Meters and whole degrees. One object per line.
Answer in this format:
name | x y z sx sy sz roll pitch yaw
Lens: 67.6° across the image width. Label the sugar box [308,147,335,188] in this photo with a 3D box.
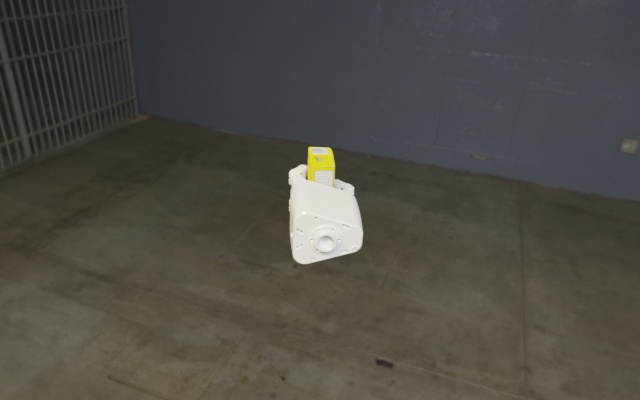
sugar box | 0.000 0.003 0.847 0.048 0.176 0.093 1 27 -4
